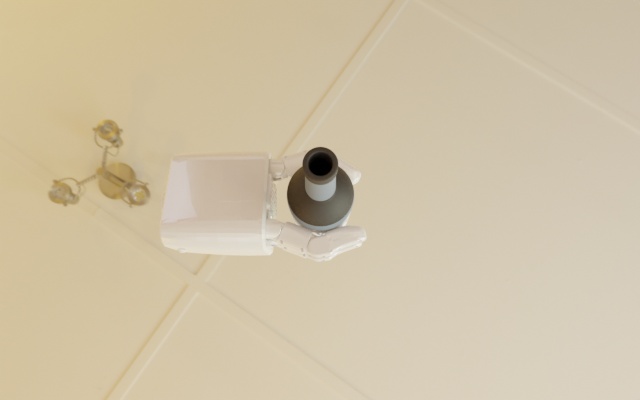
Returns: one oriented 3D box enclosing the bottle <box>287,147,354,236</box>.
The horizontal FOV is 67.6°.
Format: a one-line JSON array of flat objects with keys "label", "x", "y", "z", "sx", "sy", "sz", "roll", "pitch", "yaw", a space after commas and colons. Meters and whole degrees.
[{"label": "bottle", "x": 0.000, "y": 0.002, "z": 0.503, "sx": 0.069, "sy": 0.069, "sz": 0.296, "roll": 0, "pitch": -11, "yaw": 0}]
